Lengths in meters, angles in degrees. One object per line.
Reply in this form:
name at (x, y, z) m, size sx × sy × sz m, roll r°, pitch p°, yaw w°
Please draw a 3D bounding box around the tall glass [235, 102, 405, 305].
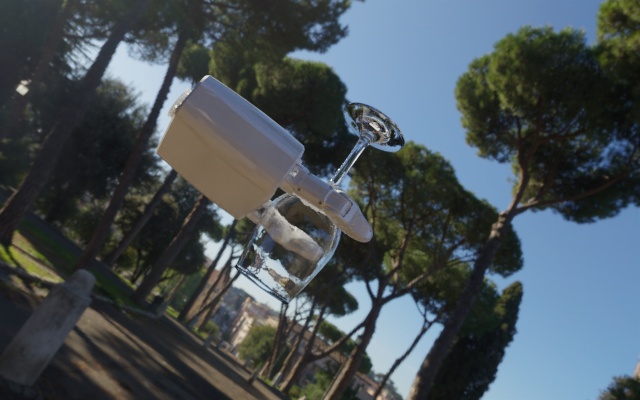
tall glass at (0.001, 0.001, 0.471) m, size 0.079 × 0.201 × 0.079 m, roll 32°, pitch -16°, yaw 11°
